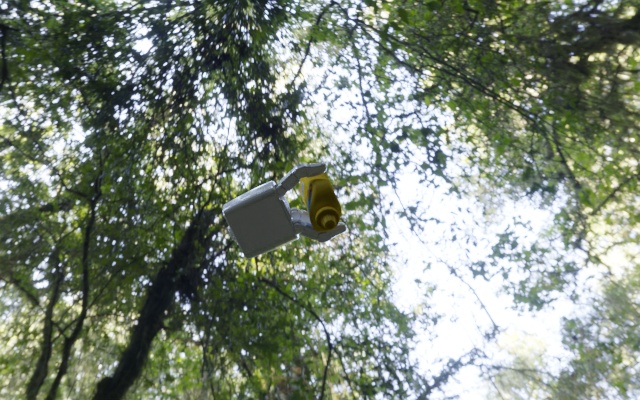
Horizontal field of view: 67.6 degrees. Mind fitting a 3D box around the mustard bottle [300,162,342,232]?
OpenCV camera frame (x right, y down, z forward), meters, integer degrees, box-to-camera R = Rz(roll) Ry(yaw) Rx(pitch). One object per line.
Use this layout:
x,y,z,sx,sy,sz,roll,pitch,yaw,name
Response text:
0.000,0.003,0.881,0.058,0.096,0.191,-3,24,-8,mustard bottle
